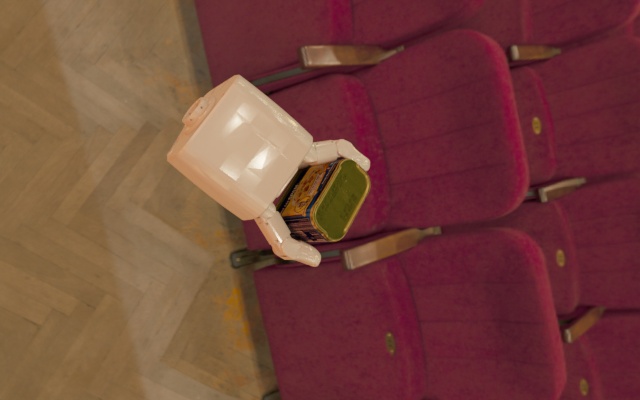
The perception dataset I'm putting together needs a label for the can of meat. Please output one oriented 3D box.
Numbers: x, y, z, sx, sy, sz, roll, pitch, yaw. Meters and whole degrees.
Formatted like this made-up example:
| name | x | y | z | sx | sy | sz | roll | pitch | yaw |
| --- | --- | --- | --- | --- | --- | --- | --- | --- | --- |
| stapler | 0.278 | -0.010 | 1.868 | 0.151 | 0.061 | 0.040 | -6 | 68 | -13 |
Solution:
| name | x | y | z | sx | sy | sz | roll | pitch | yaw |
| --- | --- | --- | --- | --- | --- | --- | --- | --- | --- |
| can of meat | 0.000 | 0.002 | 0.555 | 0.057 | 0.102 | 0.084 | 43 | -29 | -25 |
